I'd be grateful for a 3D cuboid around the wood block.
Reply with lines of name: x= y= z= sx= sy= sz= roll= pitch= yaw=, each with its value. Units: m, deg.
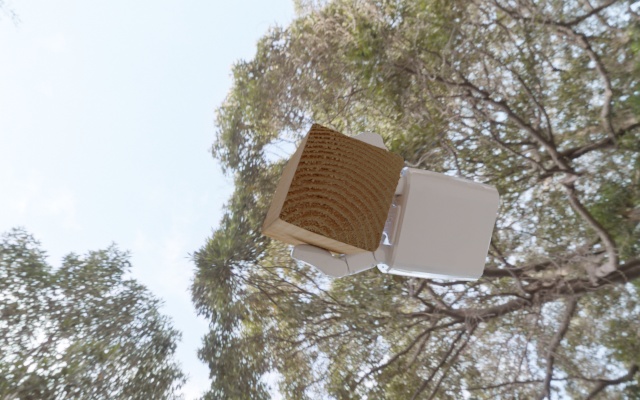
wood block: x=0.000 y=0.002 z=0.502 sx=0.090 sy=0.091 sz=0.206 roll=20 pitch=-11 yaw=-8
